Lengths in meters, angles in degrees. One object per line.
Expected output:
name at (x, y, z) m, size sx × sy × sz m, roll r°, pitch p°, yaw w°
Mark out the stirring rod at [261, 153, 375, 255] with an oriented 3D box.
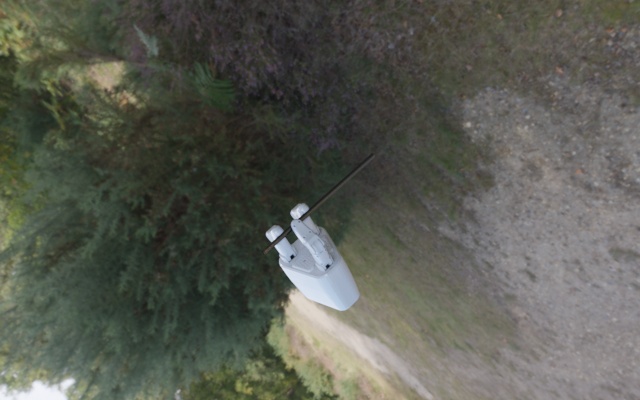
stirring rod at (0.000, 0.002, 0.752) m, size 0.239 × 0.011 × 0.011 m, roll -42°, pitch 13°, yaw -15°
